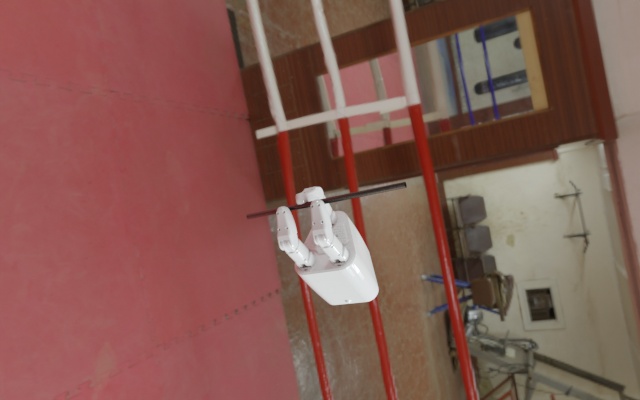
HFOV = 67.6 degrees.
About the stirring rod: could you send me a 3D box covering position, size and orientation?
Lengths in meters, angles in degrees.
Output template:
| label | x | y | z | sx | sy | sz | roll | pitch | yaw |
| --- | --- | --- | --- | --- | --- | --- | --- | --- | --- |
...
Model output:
| label | x | y | z | sx | sy | sz | roll | pitch | yaw |
| --- | --- | --- | --- | --- | --- | --- | --- | --- | --- |
| stirring rod | 0.000 | 0.002 | 0.650 | 0.239 | 0.011 | 0.011 | -12 | -5 | 25 |
